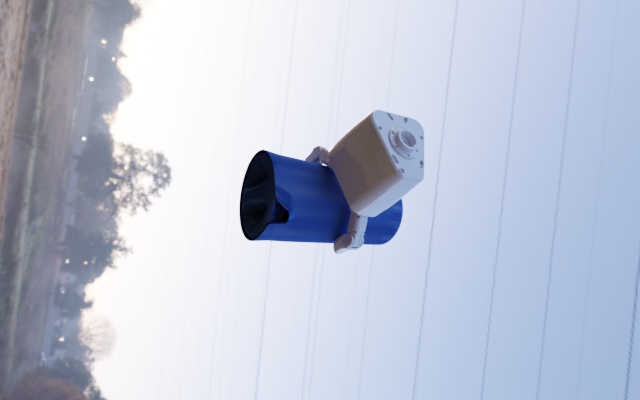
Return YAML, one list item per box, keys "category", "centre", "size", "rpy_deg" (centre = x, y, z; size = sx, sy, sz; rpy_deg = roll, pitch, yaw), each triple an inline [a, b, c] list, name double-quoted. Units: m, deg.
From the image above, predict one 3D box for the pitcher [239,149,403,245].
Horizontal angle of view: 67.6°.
- category: "pitcher"
  centre: [0.000, 0.002, 0.753]
  size: [0.243, 0.149, 0.145]
  rpy_deg: [9, -31, -29]
